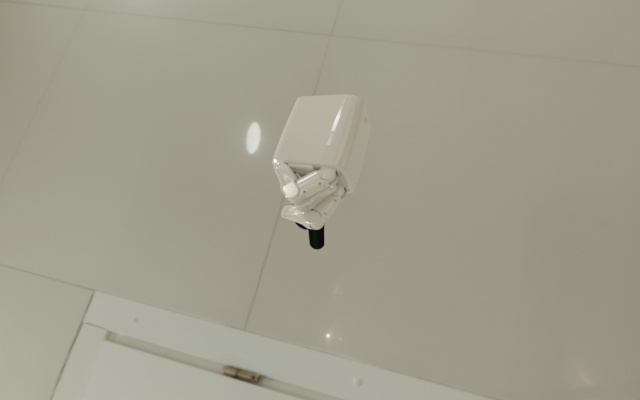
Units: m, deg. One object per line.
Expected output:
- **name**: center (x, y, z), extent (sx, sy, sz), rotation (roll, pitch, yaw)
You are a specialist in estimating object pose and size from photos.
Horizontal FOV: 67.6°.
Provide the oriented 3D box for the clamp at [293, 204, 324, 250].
- **clamp**: center (-0.001, 0.002, 0.734), extent (0.039, 0.120, 0.171), rotation (16, -16, 15)
